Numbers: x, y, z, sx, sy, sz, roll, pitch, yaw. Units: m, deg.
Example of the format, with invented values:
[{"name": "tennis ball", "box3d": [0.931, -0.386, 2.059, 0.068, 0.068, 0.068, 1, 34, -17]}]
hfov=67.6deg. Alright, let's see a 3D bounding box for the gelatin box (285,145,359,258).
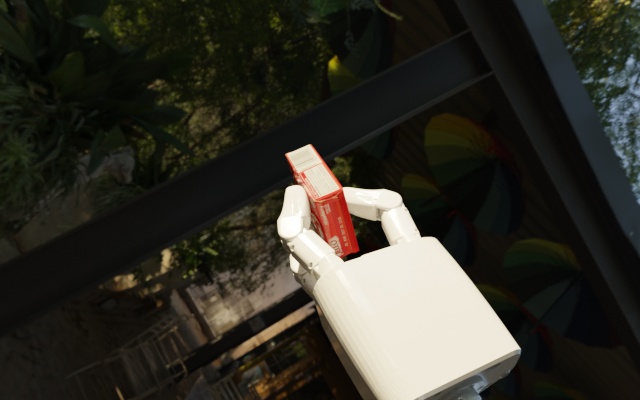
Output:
[{"name": "gelatin box", "box3d": [0.000, 0.001, 0.443, 0.030, 0.073, 0.089, -22, 39, -8]}]
